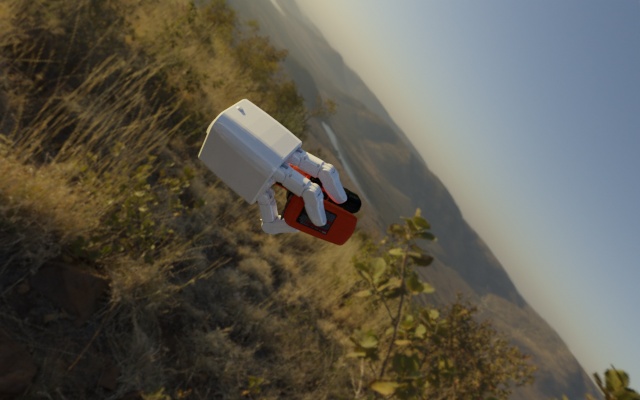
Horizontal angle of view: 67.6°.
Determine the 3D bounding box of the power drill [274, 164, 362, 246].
[{"bbox_3d":[0.000,0.003,0.766,0.184,0.057,0.187,22,14,-17],"label":"power drill"}]
